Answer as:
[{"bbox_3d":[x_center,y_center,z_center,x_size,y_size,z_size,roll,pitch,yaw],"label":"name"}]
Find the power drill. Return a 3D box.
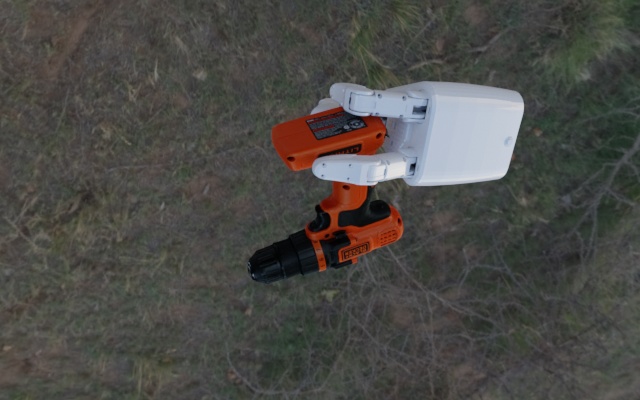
[{"bbox_3d":[0.000,0.001,0.498,0.184,0.188,0.057,-19,46,-13],"label":"power drill"}]
